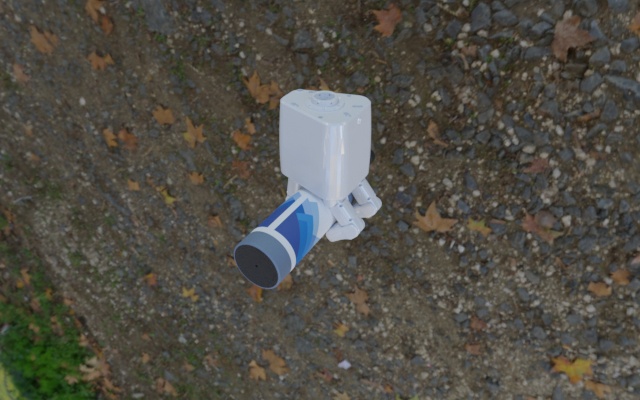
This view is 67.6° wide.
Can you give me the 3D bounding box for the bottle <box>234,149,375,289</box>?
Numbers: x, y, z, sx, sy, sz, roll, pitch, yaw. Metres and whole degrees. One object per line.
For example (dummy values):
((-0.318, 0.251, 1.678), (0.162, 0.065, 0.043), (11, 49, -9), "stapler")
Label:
((0.000, 0.002, 0.654), (0.069, 0.069, 0.295), (0, 30, 36), "bottle")
